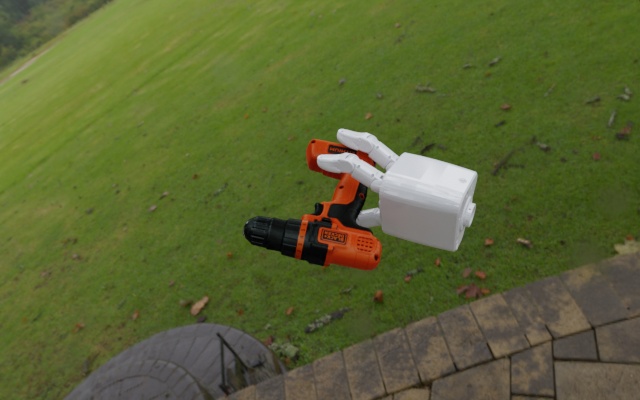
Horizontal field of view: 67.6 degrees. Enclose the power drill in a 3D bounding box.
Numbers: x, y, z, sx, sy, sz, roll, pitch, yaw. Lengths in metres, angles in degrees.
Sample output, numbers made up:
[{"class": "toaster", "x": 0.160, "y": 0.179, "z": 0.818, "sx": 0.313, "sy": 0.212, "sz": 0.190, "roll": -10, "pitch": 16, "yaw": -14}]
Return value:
[{"class": "power drill", "x": 0.000, "y": 0.002, "z": 0.672, "sx": 0.184, "sy": 0.187, "sz": 0.057, "roll": 13, "pitch": -34, "yaw": -1}]
